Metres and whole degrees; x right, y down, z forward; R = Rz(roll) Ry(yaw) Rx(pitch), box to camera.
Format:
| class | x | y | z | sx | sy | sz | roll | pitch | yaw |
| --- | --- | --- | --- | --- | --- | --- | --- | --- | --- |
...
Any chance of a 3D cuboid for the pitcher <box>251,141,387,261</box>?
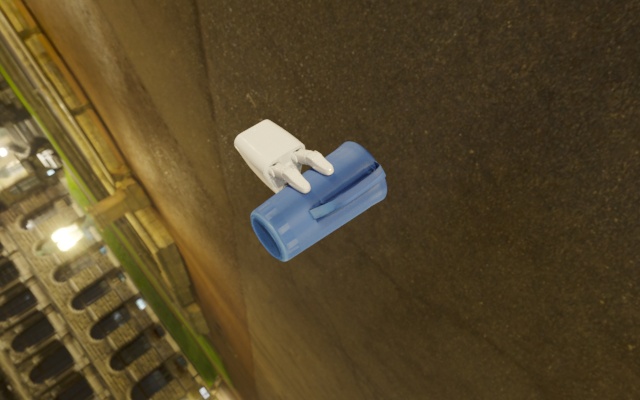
| class | x | y | z | sx | sy | sz | roll | pitch | yaw |
| --- | --- | --- | --- | --- | --- | --- | --- | --- | --- |
| pitcher | 0.000 | 0.003 | 0.876 | 0.242 | 0.149 | 0.145 | -35 | 58 | -22 |
